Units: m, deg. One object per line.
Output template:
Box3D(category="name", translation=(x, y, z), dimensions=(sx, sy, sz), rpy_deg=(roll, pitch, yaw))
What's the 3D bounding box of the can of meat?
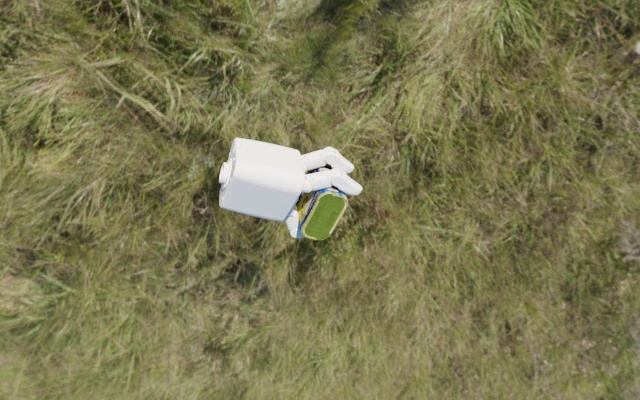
Box3D(category="can of meat", translation=(0.000, 0.003, 0.783), dimensions=(0.057, 0.102, 0.084), rpy_deg=(14, 34, -21))
